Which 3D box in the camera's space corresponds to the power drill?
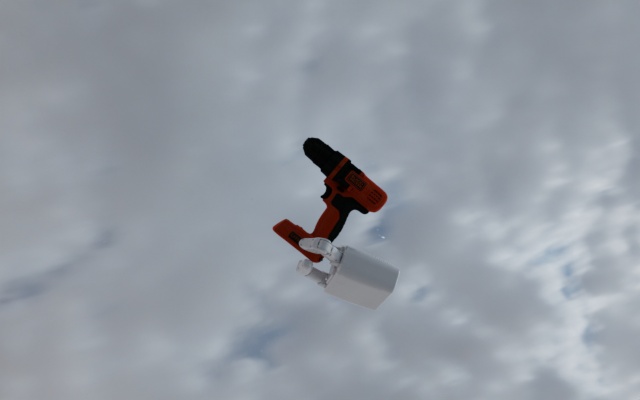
[{"bbox_3d":[0.000,0.003,0.860,0.184,0.187,0.057,40,-3,2],"label":"power drill"}]
